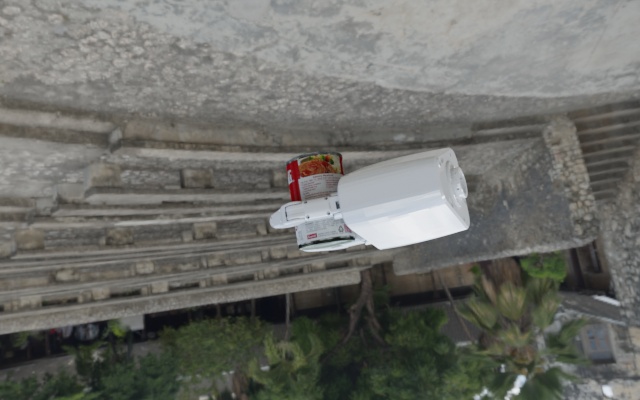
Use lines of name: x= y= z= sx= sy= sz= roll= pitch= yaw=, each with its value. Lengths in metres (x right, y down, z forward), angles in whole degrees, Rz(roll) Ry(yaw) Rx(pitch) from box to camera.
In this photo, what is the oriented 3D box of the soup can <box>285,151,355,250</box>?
soup can: x=0.000 y=0.002 z=0.553 sx=0.068 sy=0.102 sz=0.068 roll=-9 pitch=-10 yaw=-2
